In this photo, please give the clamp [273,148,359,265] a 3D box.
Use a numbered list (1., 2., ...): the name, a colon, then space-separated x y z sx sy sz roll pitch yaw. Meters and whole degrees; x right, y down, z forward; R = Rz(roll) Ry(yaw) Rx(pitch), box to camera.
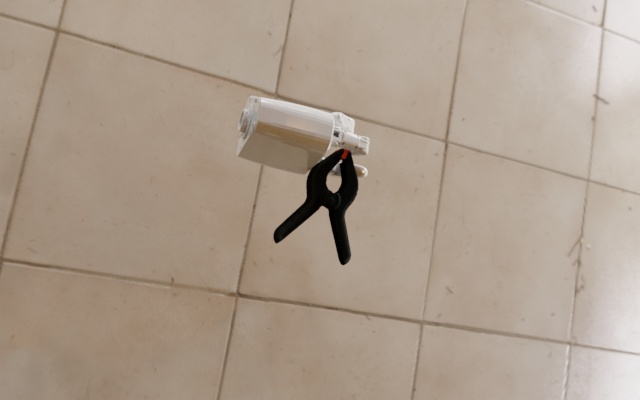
1. clamp: 0.000 0.002 0.695 0.120 0.171 0.039 12 -7 -24
